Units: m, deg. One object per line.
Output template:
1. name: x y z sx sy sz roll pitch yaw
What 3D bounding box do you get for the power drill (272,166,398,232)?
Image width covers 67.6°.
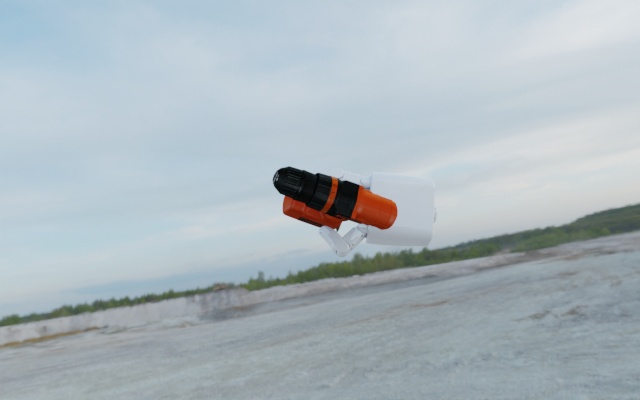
1. power drill: 0.000 0.002 0.724 0.184 0.057 0.187 20 -9 -16
